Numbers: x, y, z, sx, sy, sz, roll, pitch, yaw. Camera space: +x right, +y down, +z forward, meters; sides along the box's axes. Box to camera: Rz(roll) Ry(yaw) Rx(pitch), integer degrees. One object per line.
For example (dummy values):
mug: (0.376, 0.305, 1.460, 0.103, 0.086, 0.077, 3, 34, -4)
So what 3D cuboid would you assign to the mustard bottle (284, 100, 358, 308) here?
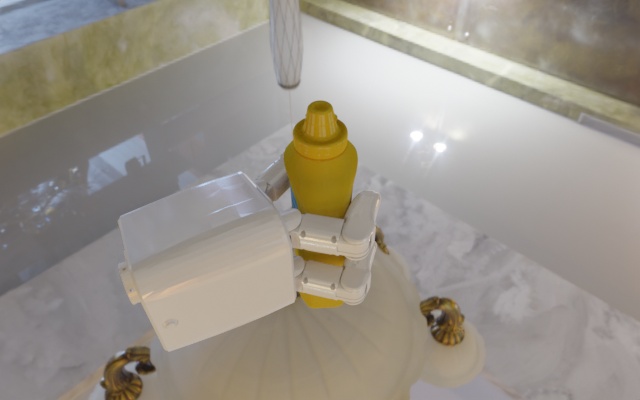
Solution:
mustard bottle: (0.000, 0.001, 0.406, 0.058, 0.192, 0.096, -2, 45, -1)
